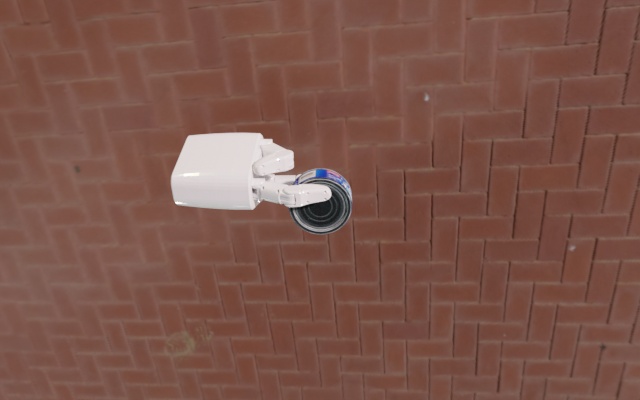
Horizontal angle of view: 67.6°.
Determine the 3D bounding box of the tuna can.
[{"bbox_3d":[0.000,0.002,0.641,0.086,0.086,0.033,0,25,1],"label":"tuna can"}]
